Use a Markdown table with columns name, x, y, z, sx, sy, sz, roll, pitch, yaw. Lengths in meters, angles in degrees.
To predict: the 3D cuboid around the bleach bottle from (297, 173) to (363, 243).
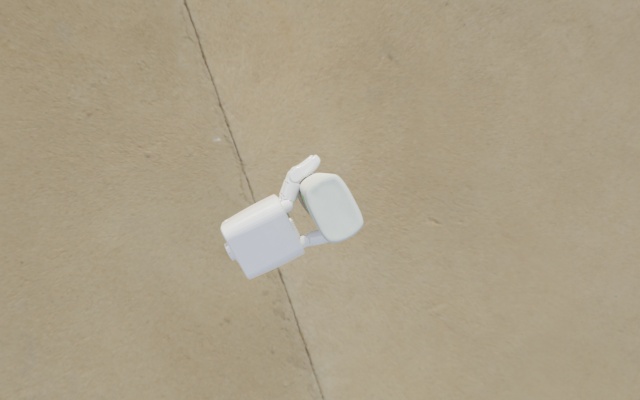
| name | x | y | z | sx | sy | sz | roll | pitch | yaw |
| --- | --- | --- | --- | --- | --- | --- | --- | --- | --- |
| bleach bottle | 0.000 | 0.003 | 0.815 | 0.068 | 0.102 | 0.251 | -28 | 7 | -6 |
